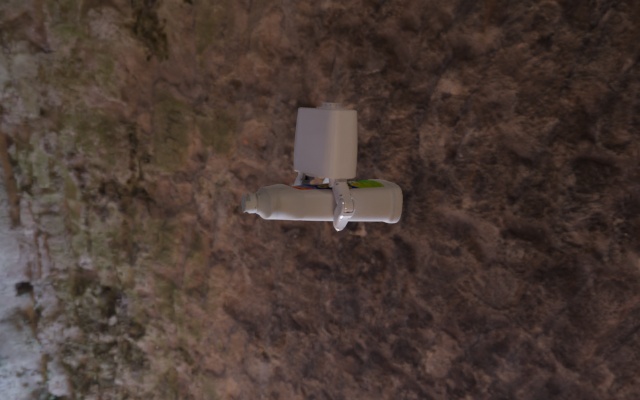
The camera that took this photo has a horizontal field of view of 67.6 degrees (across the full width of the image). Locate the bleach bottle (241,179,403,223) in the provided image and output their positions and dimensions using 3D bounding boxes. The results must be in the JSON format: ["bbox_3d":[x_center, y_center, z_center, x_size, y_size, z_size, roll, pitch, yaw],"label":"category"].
[{"bbox_3d":[0.000,0.003,0.777,0.251,0.068,0.102,-2,13,-22],"label":"bleach bottle"}]
